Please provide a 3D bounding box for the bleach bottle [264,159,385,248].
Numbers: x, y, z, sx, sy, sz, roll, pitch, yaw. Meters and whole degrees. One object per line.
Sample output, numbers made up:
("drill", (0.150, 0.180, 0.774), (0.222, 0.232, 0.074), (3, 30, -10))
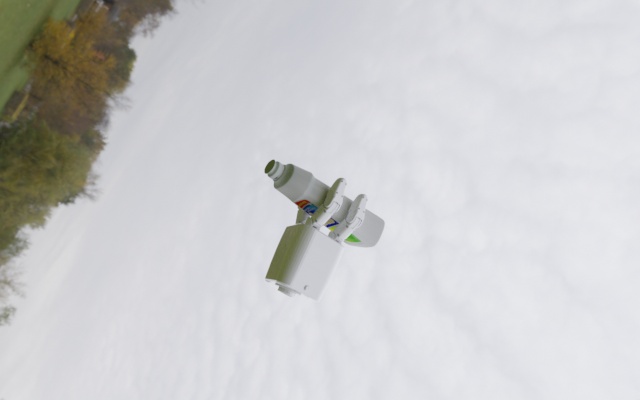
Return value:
("bleach bottle", (0.000, 0.003, 0.857), (0.251, 0.068, 0.102), (34, -17, -32))
